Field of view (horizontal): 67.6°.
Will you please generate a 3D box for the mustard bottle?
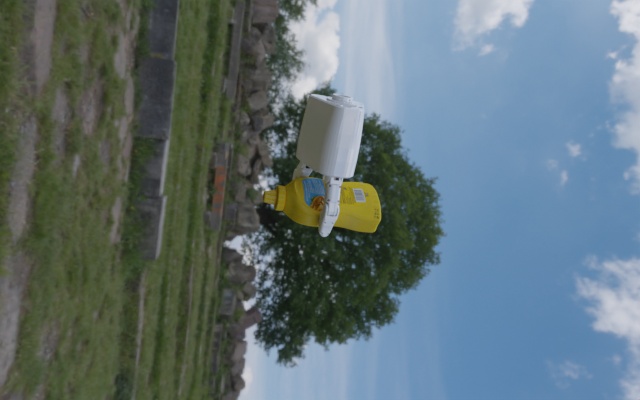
[{"bbox_3d":[0.000,0.003,0.796,0.191,0.096,0.058,6,-46,-15],"label":"mustard bottle"}]
